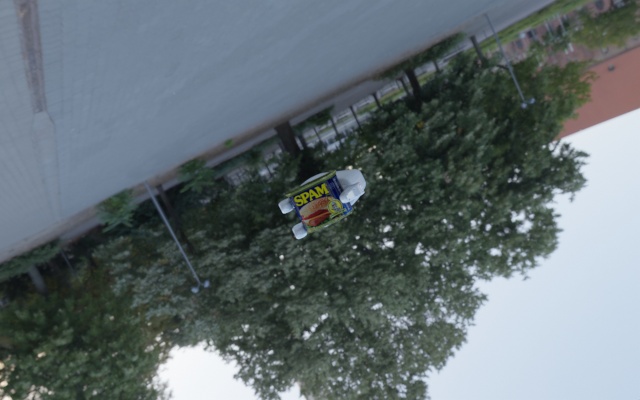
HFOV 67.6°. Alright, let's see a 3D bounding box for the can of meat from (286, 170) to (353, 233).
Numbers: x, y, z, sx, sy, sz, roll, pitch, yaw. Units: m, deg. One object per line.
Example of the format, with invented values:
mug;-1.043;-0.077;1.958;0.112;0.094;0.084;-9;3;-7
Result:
can of meat;0.000;0.003;0.891;0.102;0.084;0.057;-24;7;21
